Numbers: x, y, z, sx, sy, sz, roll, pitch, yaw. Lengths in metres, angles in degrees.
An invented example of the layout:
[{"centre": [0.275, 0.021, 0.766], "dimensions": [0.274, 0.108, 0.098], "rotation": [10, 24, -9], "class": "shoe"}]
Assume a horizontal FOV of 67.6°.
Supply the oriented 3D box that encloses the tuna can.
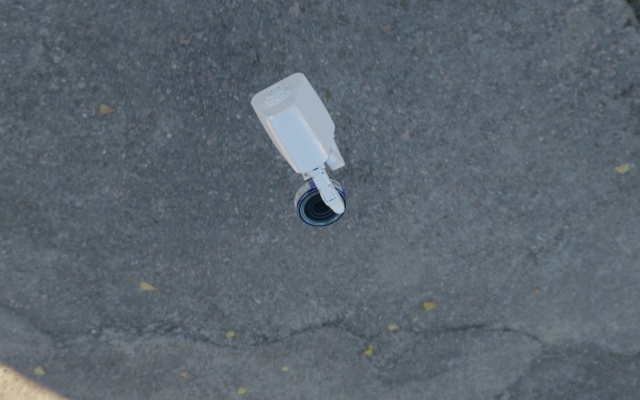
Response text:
[{"centre": [0.000, 0.003, 0.790], "dimensions": [0.086, 0.086, 0.033], "rotation": [0, 38, -14], "class": "tuna can"}]
